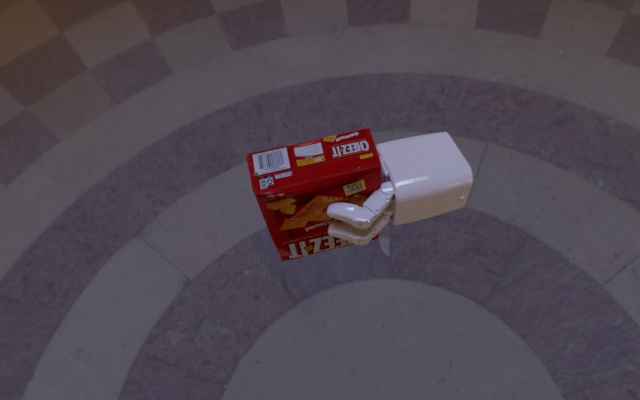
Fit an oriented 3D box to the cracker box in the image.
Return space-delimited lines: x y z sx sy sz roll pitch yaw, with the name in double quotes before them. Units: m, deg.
"cracker box" 0.000 0.002 0.682 0.164 0.072 0.214 -13 -31 -1
